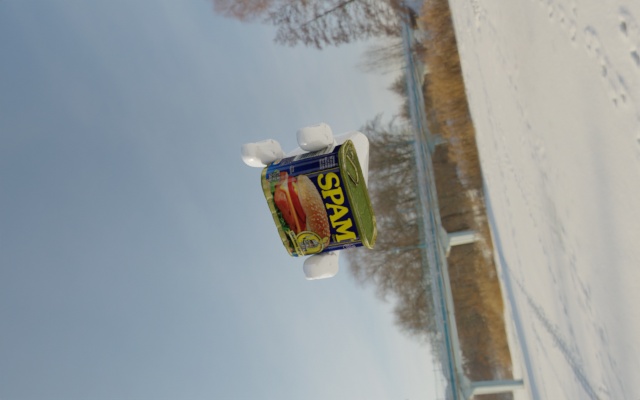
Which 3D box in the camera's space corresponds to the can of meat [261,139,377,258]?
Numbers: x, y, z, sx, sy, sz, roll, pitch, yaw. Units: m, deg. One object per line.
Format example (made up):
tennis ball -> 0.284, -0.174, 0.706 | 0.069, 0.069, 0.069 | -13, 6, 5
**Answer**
can of meat -> 0.000, 0.002, 0.459 | 0.084, 0.102, 0.057 | -11, 20, 18
